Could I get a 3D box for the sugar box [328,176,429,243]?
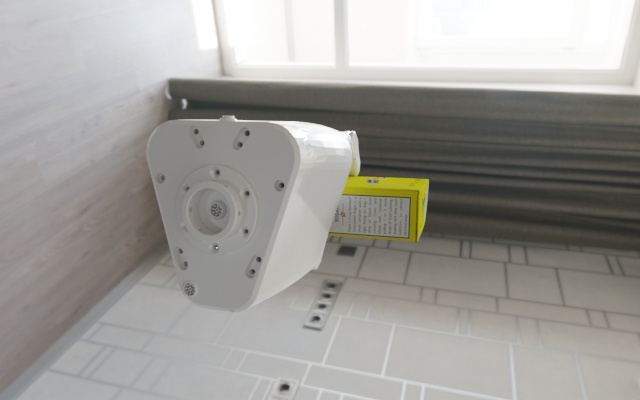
[{"bbox_3d":[0.000,0.001,0.411,0.176,0.048,0.093,5,8,16],"label":"sugar box"}]
